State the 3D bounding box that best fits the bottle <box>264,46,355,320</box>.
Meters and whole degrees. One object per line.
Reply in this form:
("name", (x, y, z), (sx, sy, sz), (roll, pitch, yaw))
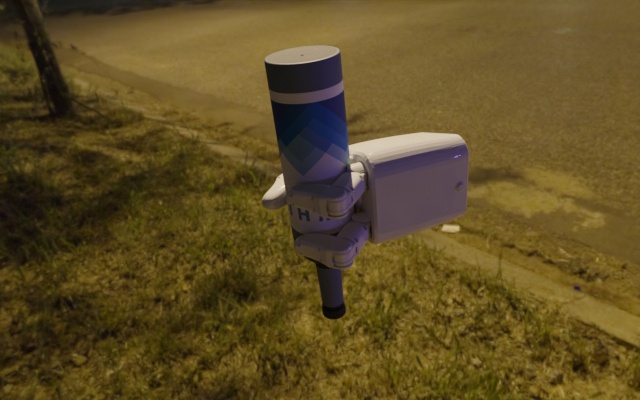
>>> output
("bottle", (0.000, 0.001, 0.483), (0.069, 0.296, 0.069), (-5, 29, 3))
